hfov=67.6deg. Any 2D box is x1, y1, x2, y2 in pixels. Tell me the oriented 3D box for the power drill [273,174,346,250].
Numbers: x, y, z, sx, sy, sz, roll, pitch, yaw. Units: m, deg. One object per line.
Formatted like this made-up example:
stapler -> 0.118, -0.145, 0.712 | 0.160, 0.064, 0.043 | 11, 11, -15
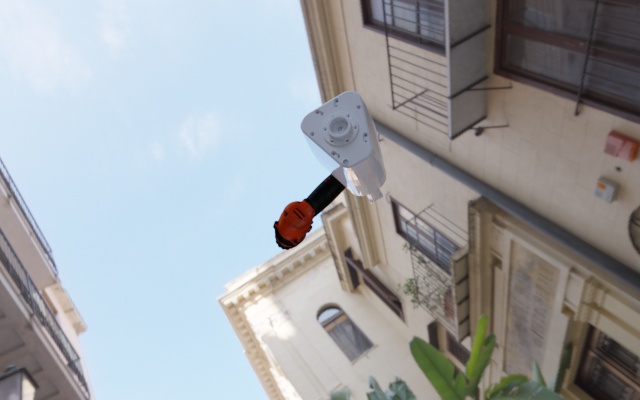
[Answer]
power drill -> 0.000, 0.002, 0.787 | 0.187, 0.057, 0.184 | -45, -3, -19
